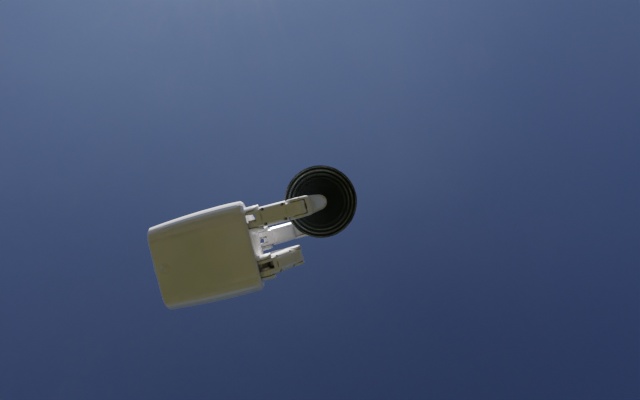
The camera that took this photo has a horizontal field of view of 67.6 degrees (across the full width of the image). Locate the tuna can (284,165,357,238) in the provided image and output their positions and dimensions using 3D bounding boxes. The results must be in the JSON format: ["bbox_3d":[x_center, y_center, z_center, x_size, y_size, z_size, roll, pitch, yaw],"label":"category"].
[{"bbox_3d":[0.000,0.002,0.578,0.086,0.086,0.034,0,-3,0],"label":"tuna can"}]
